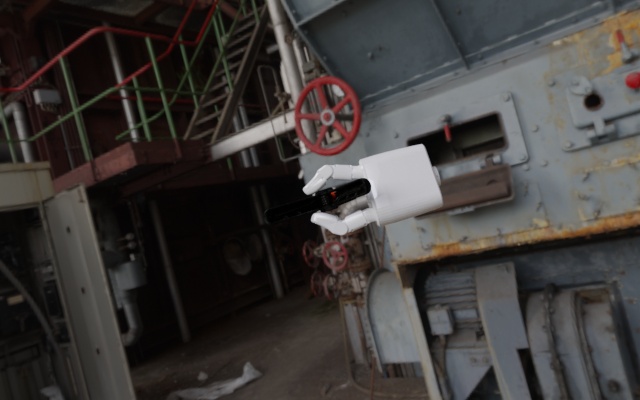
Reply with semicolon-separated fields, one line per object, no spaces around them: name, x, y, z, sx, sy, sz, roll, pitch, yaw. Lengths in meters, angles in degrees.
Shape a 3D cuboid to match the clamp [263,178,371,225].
clamp;0.000;0.002;0.776;0.164;0.036;0.210;-17;-2;4
